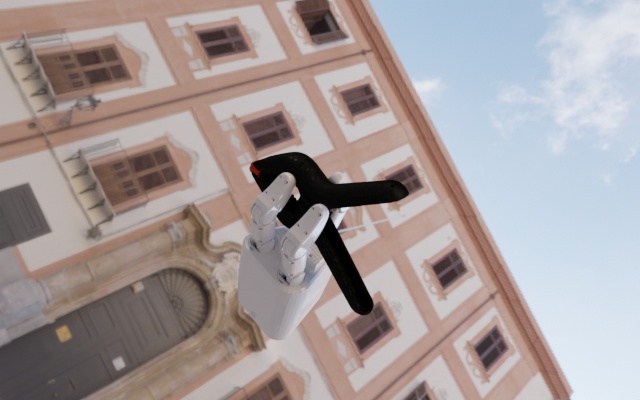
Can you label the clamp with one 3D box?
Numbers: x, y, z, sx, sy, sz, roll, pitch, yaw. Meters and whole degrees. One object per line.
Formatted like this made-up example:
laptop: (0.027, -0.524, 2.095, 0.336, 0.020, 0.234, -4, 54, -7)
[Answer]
clamp: (0.000, 0.001, 0.507, 0.036, 0.165, 0.210, -23, 54, -39)
